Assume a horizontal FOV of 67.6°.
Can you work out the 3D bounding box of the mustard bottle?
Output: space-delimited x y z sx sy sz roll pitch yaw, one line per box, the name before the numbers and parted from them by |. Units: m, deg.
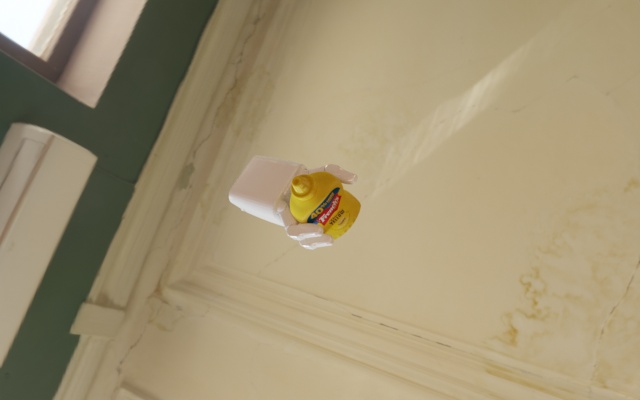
mustard bottle | 0.000 0.003 0.802 0.058 0.096 0.192 44 1 31
